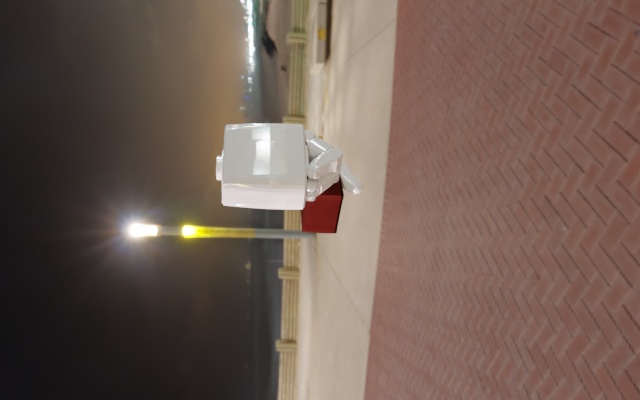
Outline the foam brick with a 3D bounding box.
[{"bbox_3d":[0.000,0.003,0.680,0.051,0.078,0.053,1,43,-8],"label":"foam brick"}]
